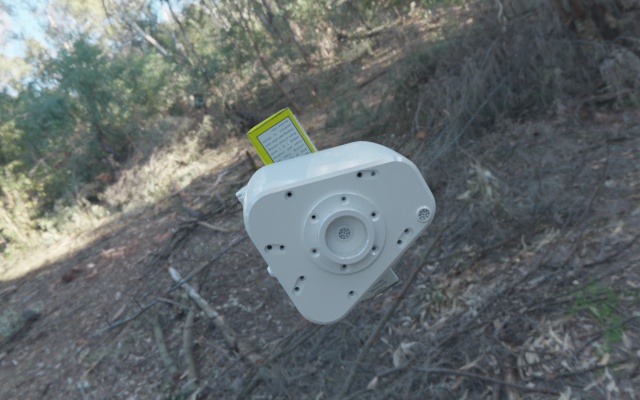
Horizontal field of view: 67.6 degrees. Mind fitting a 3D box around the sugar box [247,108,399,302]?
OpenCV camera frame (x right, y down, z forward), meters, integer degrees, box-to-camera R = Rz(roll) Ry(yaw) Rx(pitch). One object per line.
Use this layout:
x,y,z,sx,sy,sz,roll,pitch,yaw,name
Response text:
0.000,0.002,0.435,0.048,0.176,0.093,-31,11,0,sugar box
